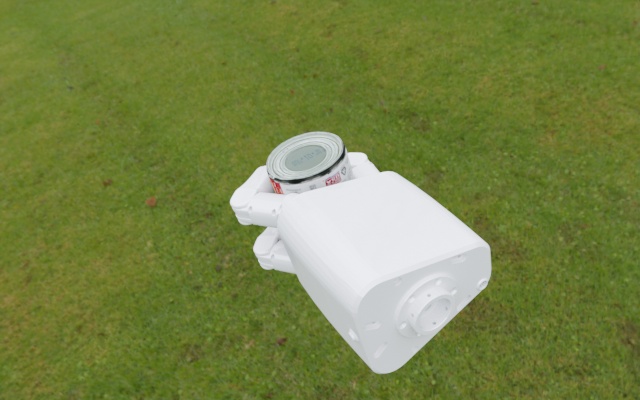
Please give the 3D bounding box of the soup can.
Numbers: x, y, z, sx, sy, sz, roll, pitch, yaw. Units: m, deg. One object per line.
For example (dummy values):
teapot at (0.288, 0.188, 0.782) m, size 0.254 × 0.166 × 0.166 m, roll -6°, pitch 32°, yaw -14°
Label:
soup can at (0.000, 0.001, 0.411) m, size 0.068 × 0.102 × 0.068 m, roll -12°, pitch 38°, yaw 9°
